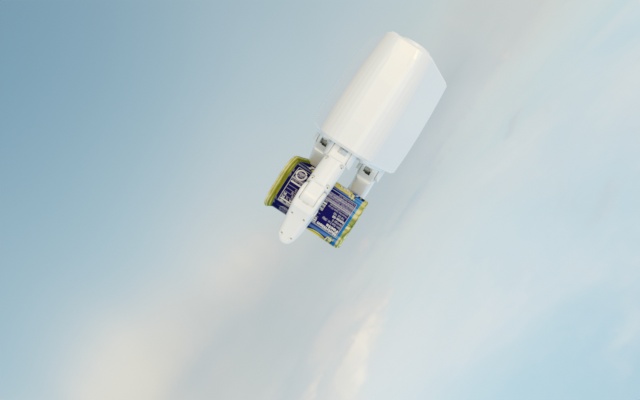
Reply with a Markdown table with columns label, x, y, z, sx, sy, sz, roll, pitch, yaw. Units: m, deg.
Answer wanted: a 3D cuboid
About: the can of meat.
| label | x | y | z | sx | sy | sz | roll | pitch | yaw |
| --- | --- | --- | --- | --- | --- | --- | --- | --- | --- |
| can of meat | 0.000 | 0.002 | 0.486 | 0.084 | 0.057 | 0.102 | 33 | 6 | 5 |
